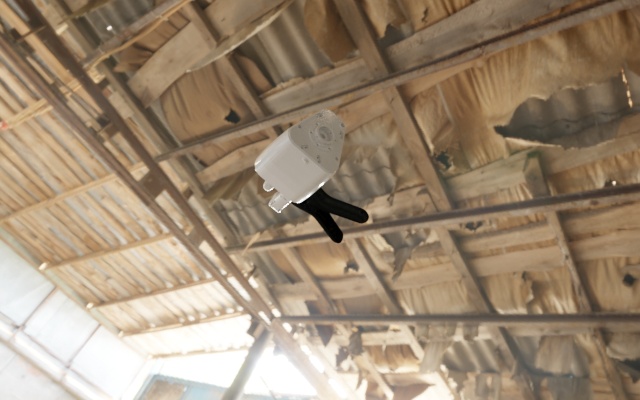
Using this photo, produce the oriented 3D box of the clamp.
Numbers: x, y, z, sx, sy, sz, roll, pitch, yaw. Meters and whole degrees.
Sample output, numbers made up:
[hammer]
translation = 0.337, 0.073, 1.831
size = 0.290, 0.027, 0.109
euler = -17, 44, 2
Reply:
[clamp]
translation = 0.000, 0.002, 0.808
size = 0.171, 0.039, 0.120
euler = 40, -38, -12
